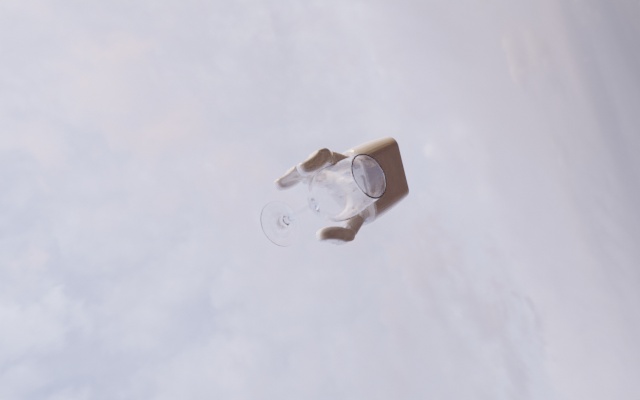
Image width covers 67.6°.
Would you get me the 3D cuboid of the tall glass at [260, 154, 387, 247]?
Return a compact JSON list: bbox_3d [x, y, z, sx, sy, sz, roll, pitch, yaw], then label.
[{"bbox_3d":[0.000,0.003,0.672,0.079,0.079,0.201,0,-20,-41],"label":"tall glass"}]
